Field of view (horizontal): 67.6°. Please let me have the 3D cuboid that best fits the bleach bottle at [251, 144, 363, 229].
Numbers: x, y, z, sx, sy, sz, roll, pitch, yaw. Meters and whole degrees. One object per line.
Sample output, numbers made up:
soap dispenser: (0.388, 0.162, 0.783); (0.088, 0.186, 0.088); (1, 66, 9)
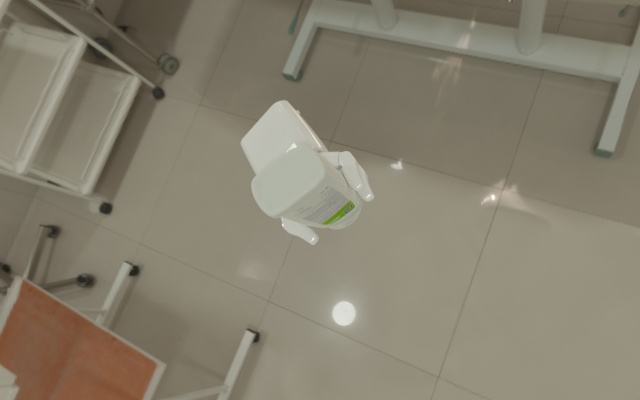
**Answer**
bleach bottle: (0.000, 0.002, 0.703); (0.102, 0.068, 0.251); (-36, -23, 8)
